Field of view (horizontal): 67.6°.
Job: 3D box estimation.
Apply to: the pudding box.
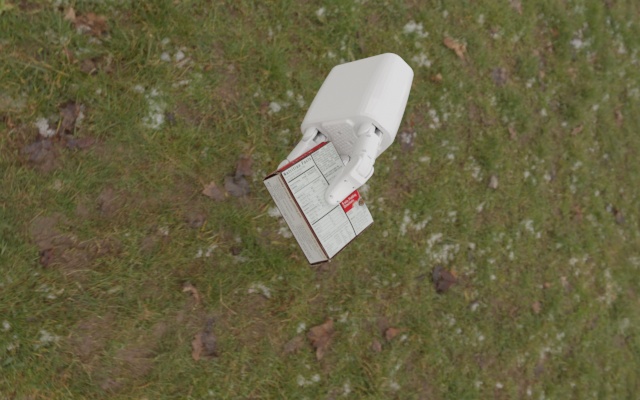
[{"bbox_3d":[0.000,0.002,0.532,0.090,0.113,0.039,-36,9,-39],"label":"pudding box"}]
